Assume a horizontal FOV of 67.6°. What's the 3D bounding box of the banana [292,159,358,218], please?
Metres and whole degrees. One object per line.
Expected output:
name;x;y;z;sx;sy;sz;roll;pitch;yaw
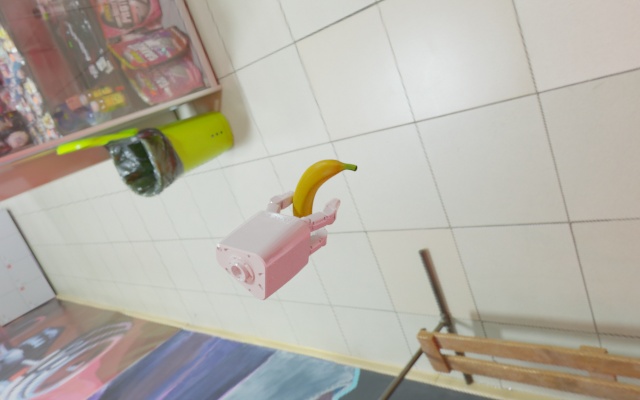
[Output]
banana;-0.012;-0.012;0.829;0.037;0.069;0.198;-44;-7;-45
